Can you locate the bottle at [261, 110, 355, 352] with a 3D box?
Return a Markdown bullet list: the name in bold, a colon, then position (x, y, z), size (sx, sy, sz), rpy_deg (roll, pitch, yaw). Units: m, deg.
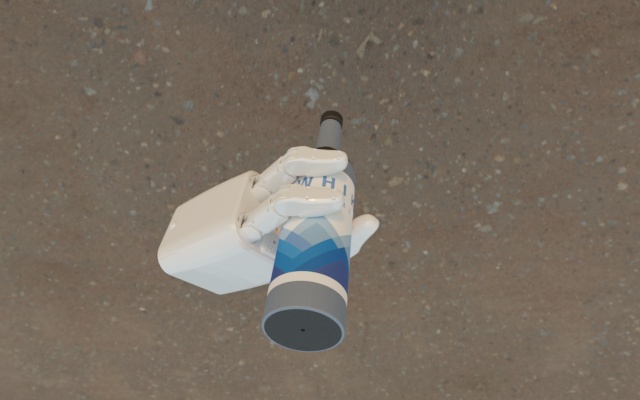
- **bottle**: position (0.000, 0.002, 0.481), size (0.069, 0.069, 0.295), rpy_deg (0, 44, 8)
